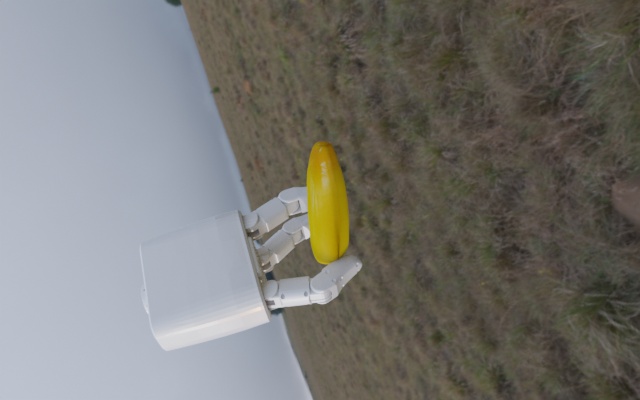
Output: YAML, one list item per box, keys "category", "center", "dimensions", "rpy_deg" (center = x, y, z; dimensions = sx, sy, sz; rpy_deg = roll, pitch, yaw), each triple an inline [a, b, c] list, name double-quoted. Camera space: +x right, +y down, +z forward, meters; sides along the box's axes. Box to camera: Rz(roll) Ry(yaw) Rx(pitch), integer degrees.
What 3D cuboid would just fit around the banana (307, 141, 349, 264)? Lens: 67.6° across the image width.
- category: "banana"
  center: [0.005, 0.019, 0.461]
  dimensions: [0.037, 0.069, 0.198]
  rpy_deg: [-14, -22, -5]
